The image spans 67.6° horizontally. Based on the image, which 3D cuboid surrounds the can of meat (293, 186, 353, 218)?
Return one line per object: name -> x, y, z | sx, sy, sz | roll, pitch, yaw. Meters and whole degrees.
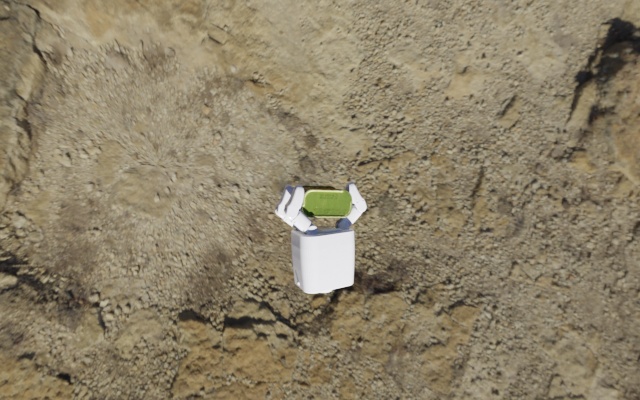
can of meat -> 0.000, 0.003, 0.893 | 0.102, 0.057, 0.084 | 1, 4, -19
